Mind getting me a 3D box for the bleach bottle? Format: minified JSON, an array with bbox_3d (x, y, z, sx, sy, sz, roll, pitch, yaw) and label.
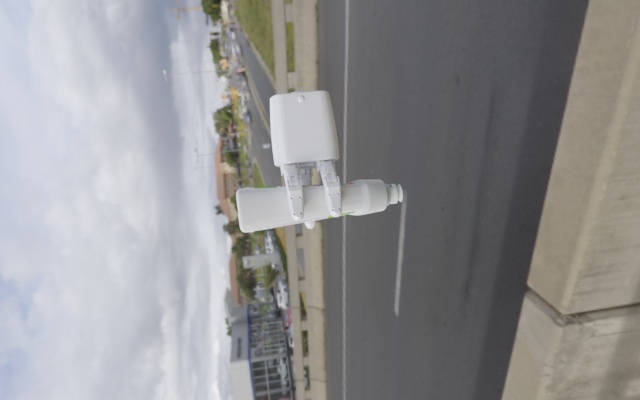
[{"bbox_3d":[0.000,0.002,0.741,0.251,0.068,0.102,-6,-1,-7],"label":"bleach bottle"}]
